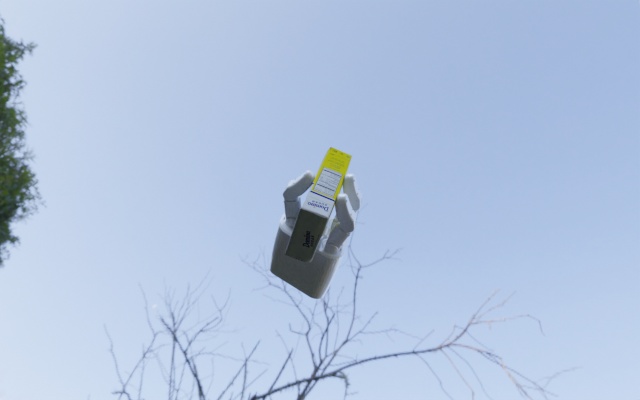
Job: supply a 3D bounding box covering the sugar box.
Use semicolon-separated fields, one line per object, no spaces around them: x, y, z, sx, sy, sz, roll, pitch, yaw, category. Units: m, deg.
0.001;0.003;0.715;0.048;0.093;0.176;20;37;-1;sugar box
